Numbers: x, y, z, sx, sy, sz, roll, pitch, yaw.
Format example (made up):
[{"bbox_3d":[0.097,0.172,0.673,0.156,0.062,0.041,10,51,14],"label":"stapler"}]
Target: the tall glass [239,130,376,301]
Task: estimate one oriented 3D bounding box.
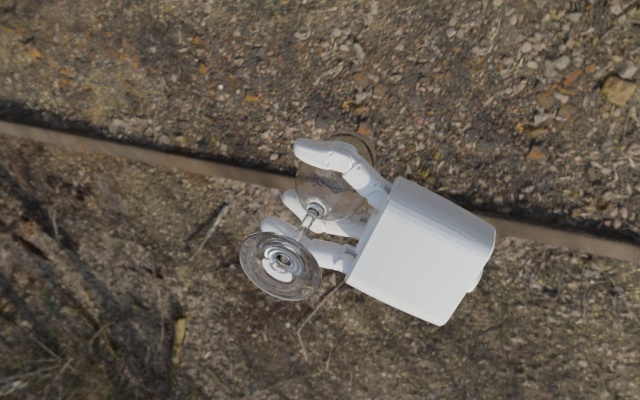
[{"bbox_3d":[0.000,0.002,0.470,0.079,0.079,0.201,0,33,24],"label":"tall glass"}]
